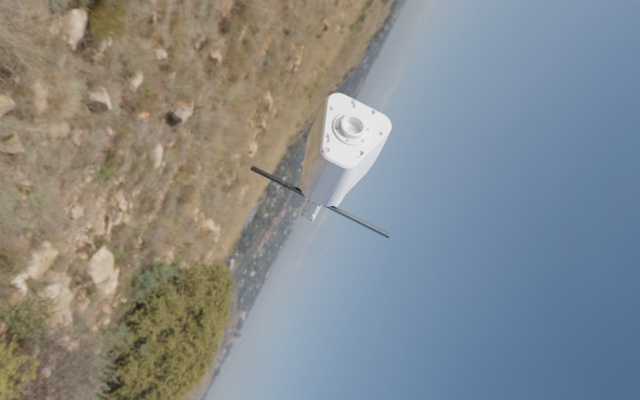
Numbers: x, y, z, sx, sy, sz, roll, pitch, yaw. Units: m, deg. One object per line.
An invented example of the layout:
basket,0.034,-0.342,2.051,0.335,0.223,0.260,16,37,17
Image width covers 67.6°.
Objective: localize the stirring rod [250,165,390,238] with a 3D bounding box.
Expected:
stirring rod,0.000,0.002,0.745,0.239,0.011,0.011,26,-1,-1
